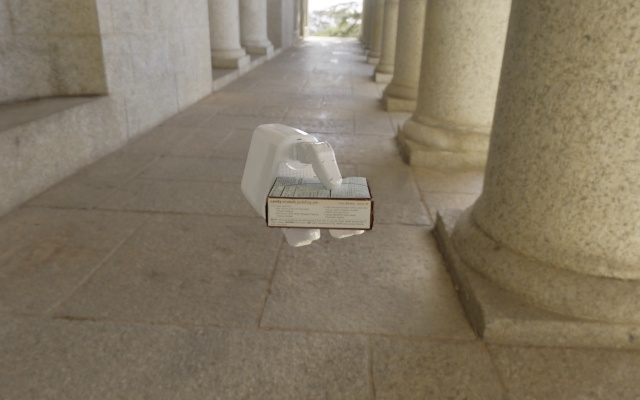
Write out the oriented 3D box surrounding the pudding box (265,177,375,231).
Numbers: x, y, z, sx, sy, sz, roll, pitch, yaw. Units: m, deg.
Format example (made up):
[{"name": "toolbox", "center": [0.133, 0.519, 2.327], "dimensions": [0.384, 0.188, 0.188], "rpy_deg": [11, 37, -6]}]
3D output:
[{"name": "pudding box", "center": [0.000, 0.002, 0.525], "dimensions": [0.113, 0.039, 0.090], "rpy_deg": [0, 17, 2]}]
